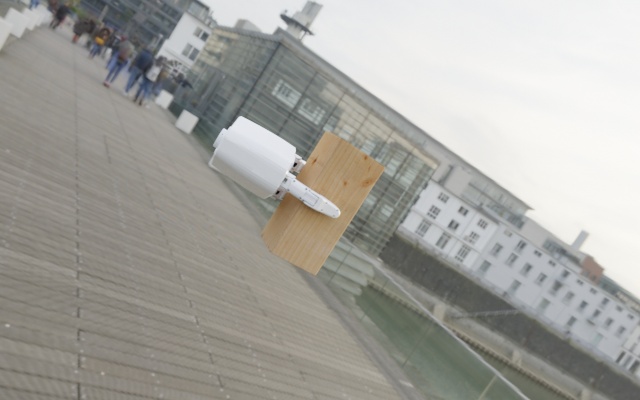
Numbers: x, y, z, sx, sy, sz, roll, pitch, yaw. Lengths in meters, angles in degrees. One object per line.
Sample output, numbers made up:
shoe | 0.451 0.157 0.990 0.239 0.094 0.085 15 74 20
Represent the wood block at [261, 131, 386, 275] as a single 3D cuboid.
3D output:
wood block | 0.000 0.002 0.776 0.090 0.206 0.090 31 5 -22
